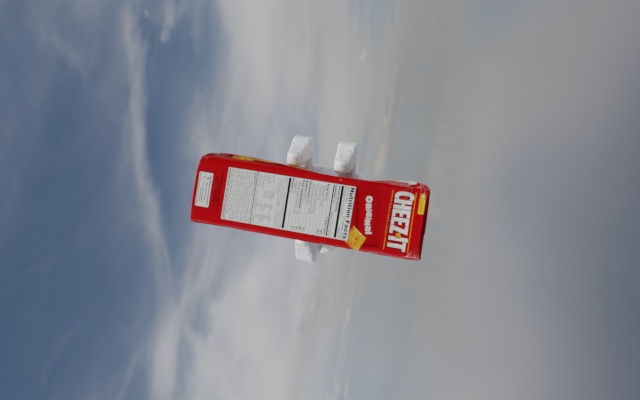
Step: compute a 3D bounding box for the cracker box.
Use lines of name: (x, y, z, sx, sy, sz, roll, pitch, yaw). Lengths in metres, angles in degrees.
cracker box: (0.000, 0.002, 0.498, 0.213, 0.072, 0.164, 9, 2, 10)
